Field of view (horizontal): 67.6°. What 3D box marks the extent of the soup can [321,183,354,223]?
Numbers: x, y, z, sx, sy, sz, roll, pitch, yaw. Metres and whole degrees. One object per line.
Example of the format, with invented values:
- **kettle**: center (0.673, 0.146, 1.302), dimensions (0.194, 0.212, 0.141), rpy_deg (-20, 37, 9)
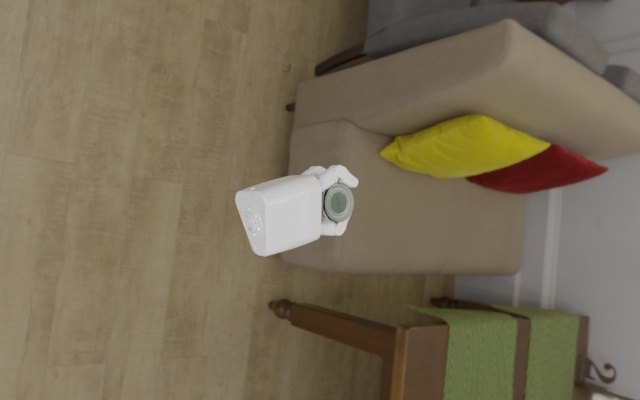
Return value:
- **soup can**: center (0.001, 0.003, 0.830), dimensions (0.068, 0.068, 0.102), rpy_deg (0, 1, -39)
